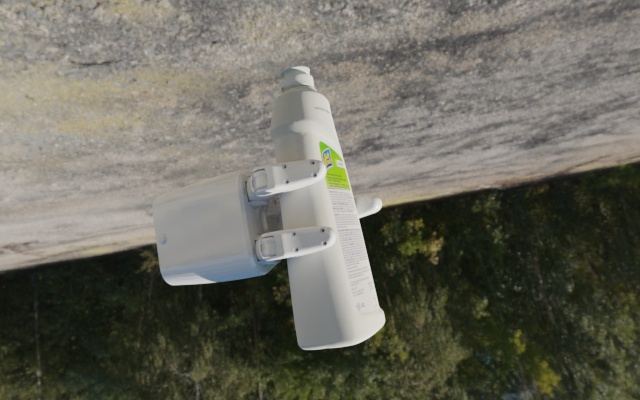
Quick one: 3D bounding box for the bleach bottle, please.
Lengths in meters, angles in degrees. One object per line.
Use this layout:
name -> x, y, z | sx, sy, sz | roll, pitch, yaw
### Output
bleach bottle -> 0.000, 0.001, 0.447 | 0.068, 0.251, 0.102 | -12, -7, 20
